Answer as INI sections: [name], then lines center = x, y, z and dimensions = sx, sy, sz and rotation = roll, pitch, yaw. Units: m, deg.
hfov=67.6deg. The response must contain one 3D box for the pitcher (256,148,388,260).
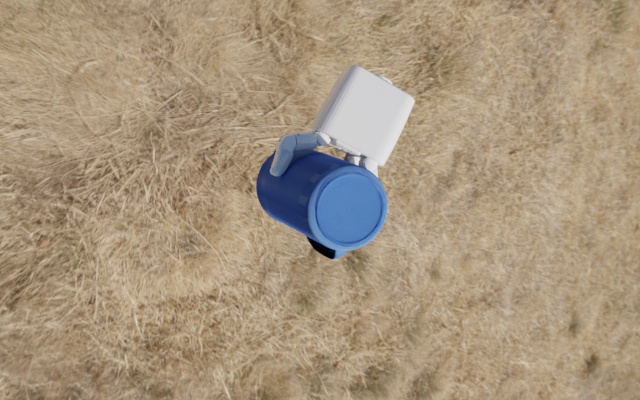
[pitcher]
center = 0.000, 0.002, 0.689
dimensions = 0.149, 0.145, 0.243
rotation = 28, -1, -21
